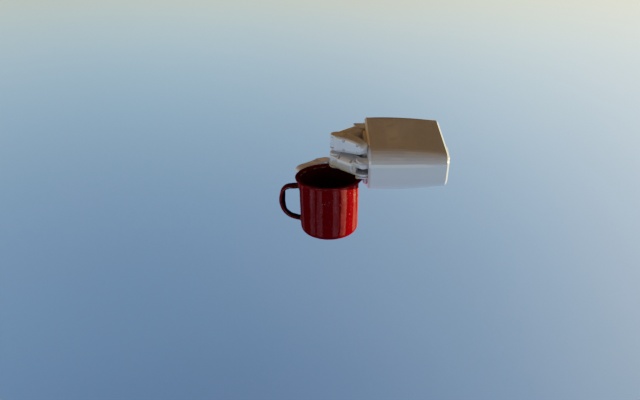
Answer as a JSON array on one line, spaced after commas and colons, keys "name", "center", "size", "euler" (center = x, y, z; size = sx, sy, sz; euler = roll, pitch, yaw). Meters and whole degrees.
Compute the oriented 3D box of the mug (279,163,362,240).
[{"name": "mug", "center": [-0.001, 0.002, 0.672], "size": [0.117, 0.081, 0.093], "euler": [0, 26, 2]}]
